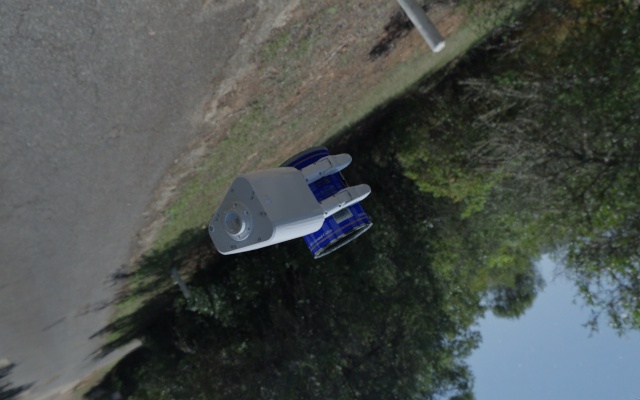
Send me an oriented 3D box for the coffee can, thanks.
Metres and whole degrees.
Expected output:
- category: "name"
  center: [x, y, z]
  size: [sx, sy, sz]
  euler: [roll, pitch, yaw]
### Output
- category: "coffee can"
  center: [0.000, 0.002, 0.733]
  size: [0.103, 0.140, 0.103]
  euler: [-29, -12, -7]
